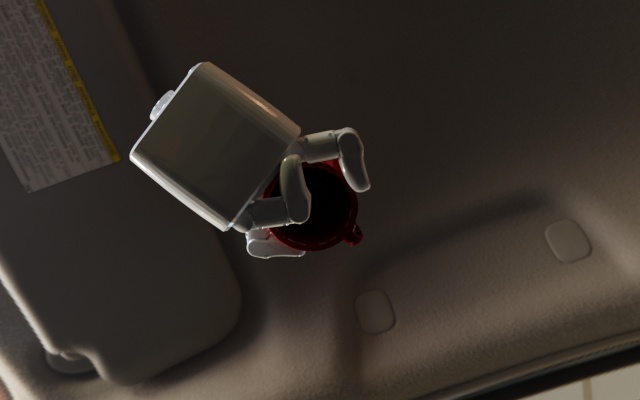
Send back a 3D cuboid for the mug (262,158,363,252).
[{"bbox_3d":[0.001,0.002,0.499,0.117,0.093,0.081,39,16,-11],"label":"mug"}]
